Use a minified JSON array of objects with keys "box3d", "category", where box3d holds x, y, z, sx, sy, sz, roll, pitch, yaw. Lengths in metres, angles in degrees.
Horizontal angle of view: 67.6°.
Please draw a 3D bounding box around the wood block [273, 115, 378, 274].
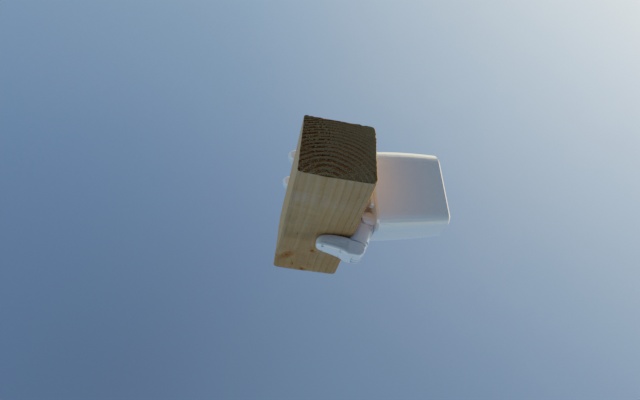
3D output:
[{"box3d":[0.000,0.002,0.613,0.090,0.090,0.206,9,-38,-7],"category":"wood block"}]
